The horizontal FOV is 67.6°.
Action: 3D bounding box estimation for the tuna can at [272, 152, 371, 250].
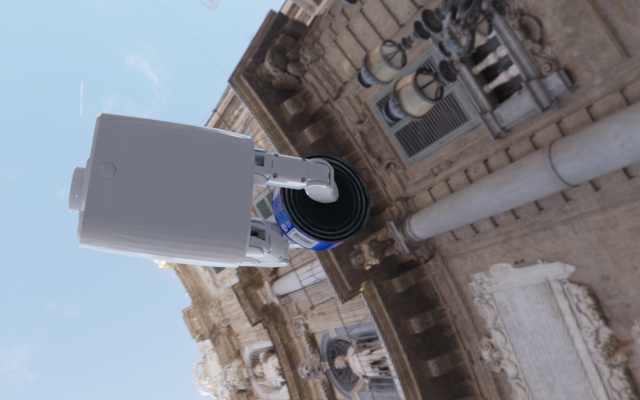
[{"bbox_3d":[0.000,0.002,0.436,0.086,0.086,0.034,0,-20,-24],"label":"tuna can"}]
